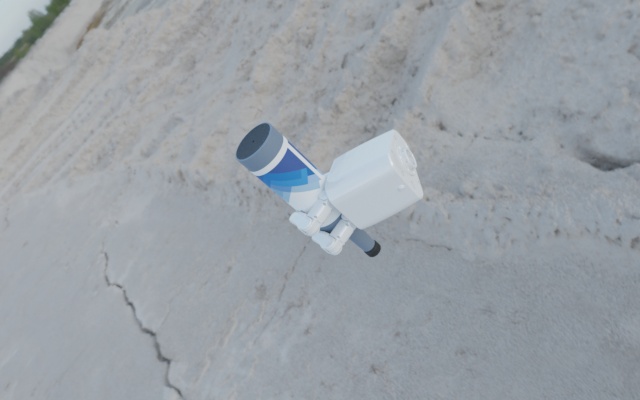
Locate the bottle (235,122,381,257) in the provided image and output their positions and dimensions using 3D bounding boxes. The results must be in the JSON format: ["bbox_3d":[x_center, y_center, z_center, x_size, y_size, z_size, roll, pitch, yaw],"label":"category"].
[{"bbox_3d":[0.000,0.002,0.721,0.069,0.069,0.296,0,-34,48],"label":"bottle"}]
